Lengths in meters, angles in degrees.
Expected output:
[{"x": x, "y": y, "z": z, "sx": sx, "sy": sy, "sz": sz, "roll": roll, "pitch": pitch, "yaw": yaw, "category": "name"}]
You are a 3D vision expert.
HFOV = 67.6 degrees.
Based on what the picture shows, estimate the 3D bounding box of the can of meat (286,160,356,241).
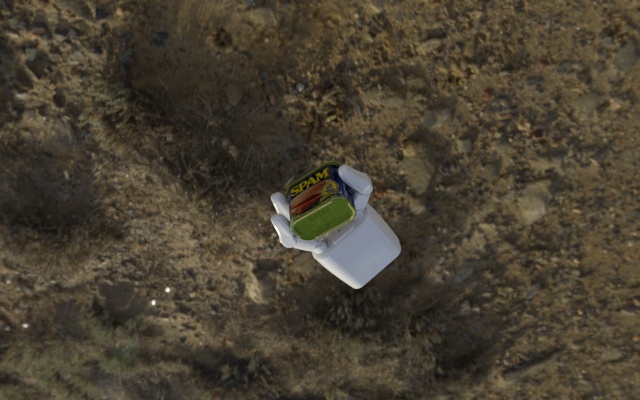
[{"x": 0.000, "y": 0.002, "z": 0.706, "sx": 0.102, "sy": 0.083, "sz": 0.057, "roll": -30, "pitch": -52, "yaw": 18, "category": "can of meat"}]
